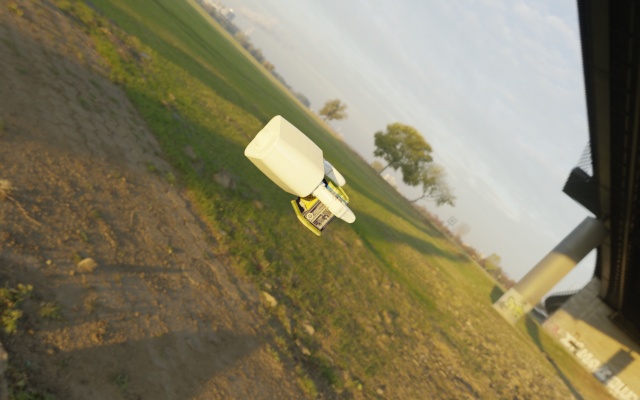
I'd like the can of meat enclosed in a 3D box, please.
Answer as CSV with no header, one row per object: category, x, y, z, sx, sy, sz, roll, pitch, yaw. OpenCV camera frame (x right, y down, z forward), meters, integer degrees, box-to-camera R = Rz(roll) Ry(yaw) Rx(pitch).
can of meat,0.000,0.003,0.873,0.057,0.084,0.102,40,8,-23
